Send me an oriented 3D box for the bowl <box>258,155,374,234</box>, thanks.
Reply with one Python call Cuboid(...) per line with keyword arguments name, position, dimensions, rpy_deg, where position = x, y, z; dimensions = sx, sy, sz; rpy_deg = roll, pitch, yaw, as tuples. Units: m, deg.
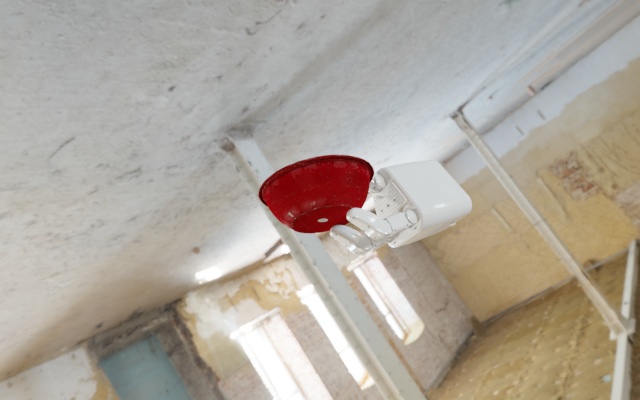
Cuboid(name="bowl", position=(-0.001, 0.003, 0.644), dimensions=(0.162, 0.055, 0.162), rpy_deg=(-11, -23, -5))
